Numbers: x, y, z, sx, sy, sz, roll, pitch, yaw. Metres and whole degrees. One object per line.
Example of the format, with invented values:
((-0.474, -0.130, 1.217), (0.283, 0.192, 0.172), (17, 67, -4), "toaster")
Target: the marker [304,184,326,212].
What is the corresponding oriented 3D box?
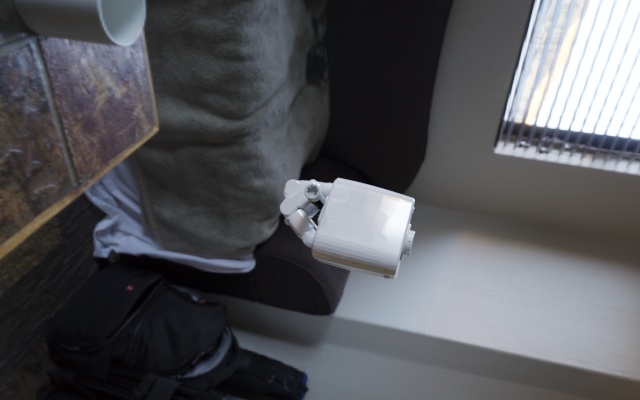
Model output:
((0.000, 0.002, 0.612), (0.020, 0.020, 0.121), (0, -12, 9), "marker")
